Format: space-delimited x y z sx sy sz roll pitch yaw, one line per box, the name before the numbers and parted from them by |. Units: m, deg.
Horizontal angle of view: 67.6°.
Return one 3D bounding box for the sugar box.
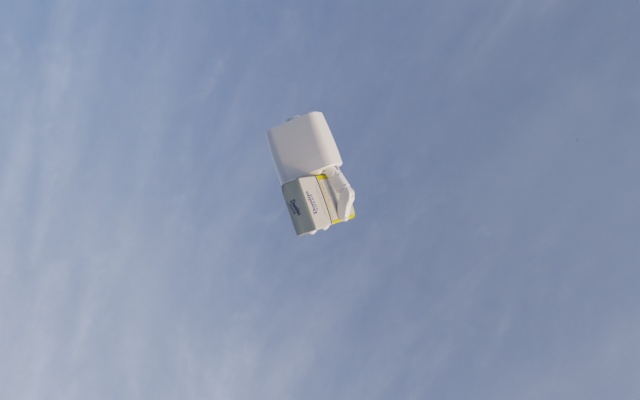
sugar box | 0.000 0.003 0.863 0.048 0.093 0.176 -21 -4 29
